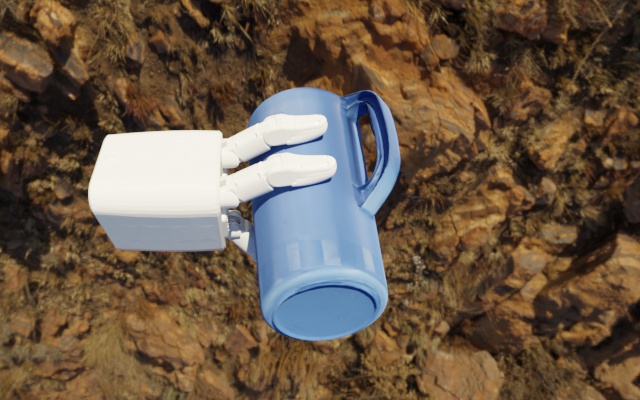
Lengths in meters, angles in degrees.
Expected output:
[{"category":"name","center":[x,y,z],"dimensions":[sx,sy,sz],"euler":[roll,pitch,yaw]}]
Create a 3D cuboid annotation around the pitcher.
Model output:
[{"category":"pitcher","center":[0.000,0.002,0.471],"dimensions":[0.145,0.242,0.149],"euler":[0,-44,-9]}]
